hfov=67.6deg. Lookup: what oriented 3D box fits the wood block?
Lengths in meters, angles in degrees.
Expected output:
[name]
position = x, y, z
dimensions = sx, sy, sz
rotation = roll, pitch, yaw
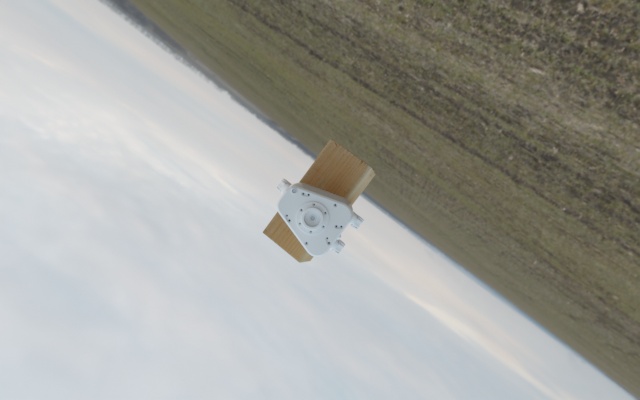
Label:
[wood block]
position = 0.000, 0.003, 0.869
dimensions = 0.091, 0.206, 0.090
rotation = 38, 3, 12
